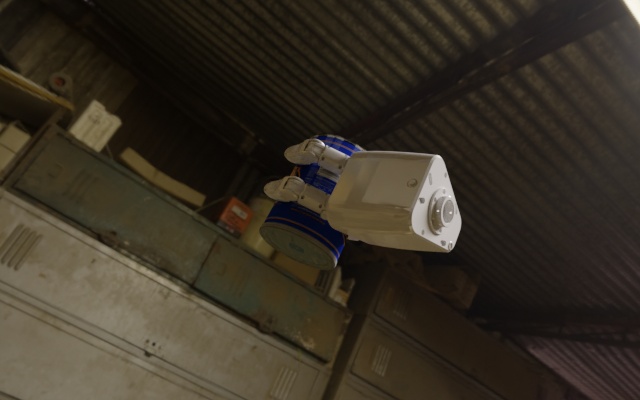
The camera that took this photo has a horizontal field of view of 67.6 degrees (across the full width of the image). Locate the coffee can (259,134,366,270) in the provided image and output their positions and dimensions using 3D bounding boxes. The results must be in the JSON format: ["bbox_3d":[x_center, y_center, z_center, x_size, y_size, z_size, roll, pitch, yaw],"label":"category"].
[{"bbox_3d":[0.000,0.002,0.604,0.103,0.140,0.103,23,-23,10],"label":"coffee can"}]
